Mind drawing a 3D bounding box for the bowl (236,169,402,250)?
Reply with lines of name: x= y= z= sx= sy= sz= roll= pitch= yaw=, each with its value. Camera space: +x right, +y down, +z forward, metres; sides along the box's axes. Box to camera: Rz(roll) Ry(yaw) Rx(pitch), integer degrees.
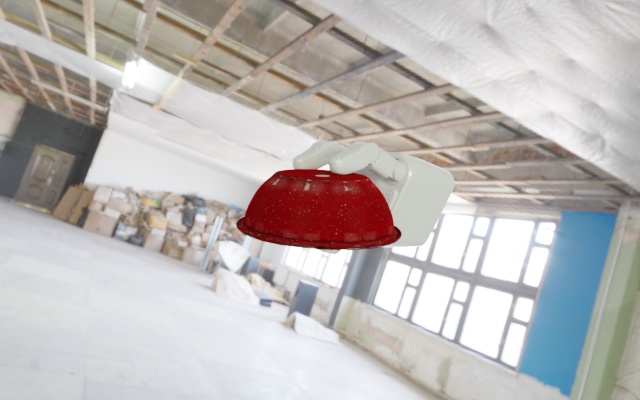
bowl: x=-0.001 y=0.001 z=0.464 sx=0.162 sy=0.055 sz=0.162 roll=3 pitch=10 yaw=-1
